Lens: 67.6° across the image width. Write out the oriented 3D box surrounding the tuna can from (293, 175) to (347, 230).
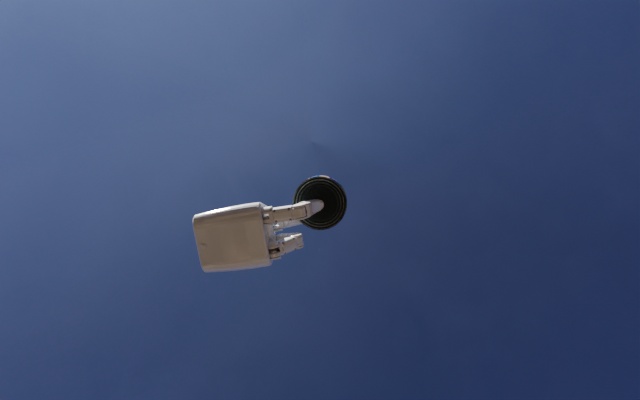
[{"bbox_3d":[0.000,0.002,0.766,0.086,0.086,0.033,0,8,5],"label":"tuna can"}]
